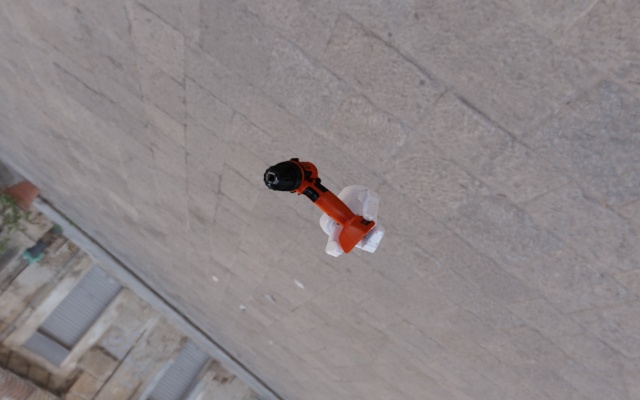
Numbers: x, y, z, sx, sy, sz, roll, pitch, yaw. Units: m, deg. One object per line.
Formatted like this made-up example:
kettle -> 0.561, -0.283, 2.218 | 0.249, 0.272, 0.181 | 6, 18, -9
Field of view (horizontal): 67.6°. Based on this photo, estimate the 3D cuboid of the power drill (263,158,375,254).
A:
power drill -> 0.000, 0.003, 0.805 | 0.187, 0.057, 0.184 | 45, 17, 8
